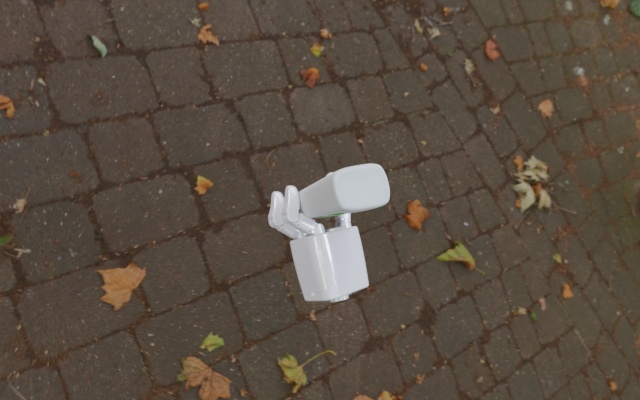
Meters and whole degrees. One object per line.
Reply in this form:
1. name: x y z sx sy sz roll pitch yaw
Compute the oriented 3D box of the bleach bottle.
1. bleach bottle: 0.000 0.003 0.800 0.102 0.068 0.251 -10 -5 -31
